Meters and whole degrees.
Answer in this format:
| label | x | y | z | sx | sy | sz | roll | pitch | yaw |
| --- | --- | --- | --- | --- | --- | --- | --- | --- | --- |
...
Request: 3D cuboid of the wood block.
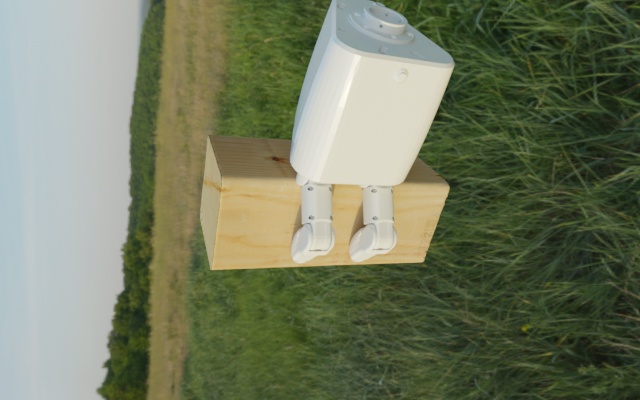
| label | x | y | z | sx | sy | sz | roll | pitch | yaw |
| --- | --- | --- | --- | --- | --- | --- | --- | --- | --- |
| wood block | 0.000 | 0.001 | 0.448 | 0.206 | 0.090 | 0.090 | 1 | 29 | -21 |
